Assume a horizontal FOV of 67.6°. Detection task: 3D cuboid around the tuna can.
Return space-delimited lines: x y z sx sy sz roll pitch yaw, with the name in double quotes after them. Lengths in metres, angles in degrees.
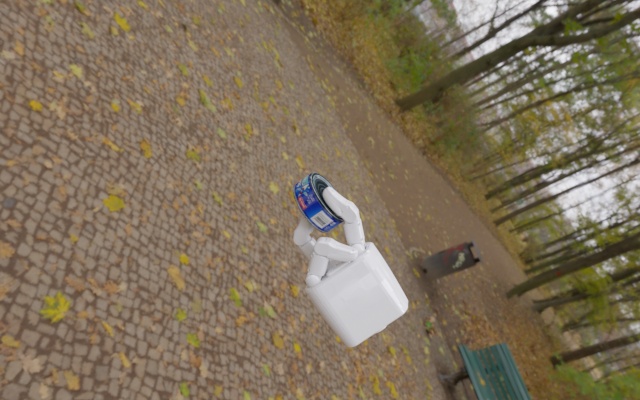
0.001 0.002 0.694 0.034 0.086 0.086 -34 -14 21 "tuna can"
